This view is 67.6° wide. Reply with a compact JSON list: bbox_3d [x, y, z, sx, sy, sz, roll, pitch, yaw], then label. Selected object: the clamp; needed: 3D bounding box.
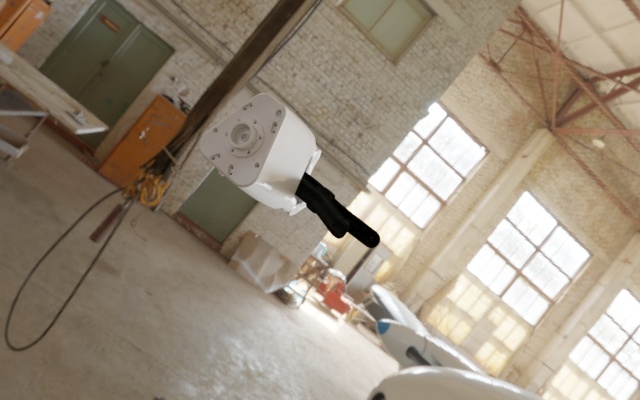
[{"bbox_3d":[0.000,0.002,0.633,0.171,0.039,0.120,39,3,20],"label":"clamp"}]
